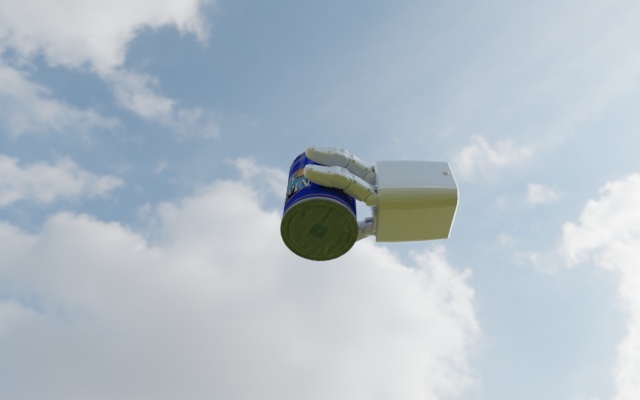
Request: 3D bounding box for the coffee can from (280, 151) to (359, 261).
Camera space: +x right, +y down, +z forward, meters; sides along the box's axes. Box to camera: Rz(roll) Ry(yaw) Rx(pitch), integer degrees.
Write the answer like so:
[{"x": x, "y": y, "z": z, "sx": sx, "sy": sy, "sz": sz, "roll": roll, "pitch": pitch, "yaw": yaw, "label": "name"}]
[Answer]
[{"x": 0.000, "y": 0.002, "z": 0.679, "sx": 0.103, "sy": 0.103, "sz": 0.140, "roll": 0, "pitch": 34, "yaw": 2, "label": "coffee can"}]
